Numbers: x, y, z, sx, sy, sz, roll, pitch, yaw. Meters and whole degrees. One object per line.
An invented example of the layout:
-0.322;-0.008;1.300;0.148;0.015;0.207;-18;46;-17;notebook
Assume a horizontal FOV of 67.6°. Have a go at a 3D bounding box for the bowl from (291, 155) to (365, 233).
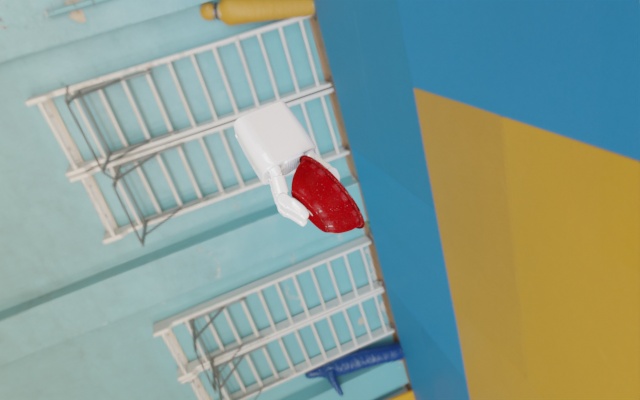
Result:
0.001;0.004;0.806;0.055;0.162;0.162;-41;11;-13;bowl
